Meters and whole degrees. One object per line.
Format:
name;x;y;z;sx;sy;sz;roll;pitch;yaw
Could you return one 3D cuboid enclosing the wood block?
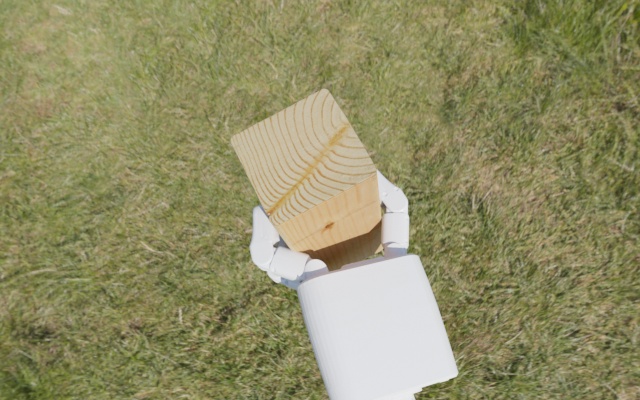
wood block;0.001;0.002;0.460;0.091;0.090;0.206;-28;-23;-3
